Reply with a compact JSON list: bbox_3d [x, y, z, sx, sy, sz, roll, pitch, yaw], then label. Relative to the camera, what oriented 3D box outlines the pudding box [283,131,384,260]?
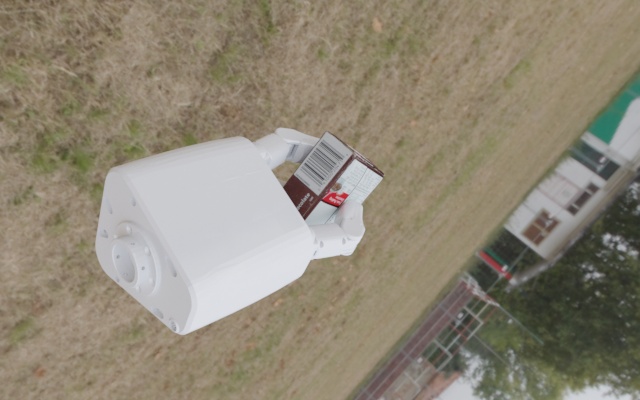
[{"bbox_3d":[0.000,0.002,0.434,0.039,0.113,0.090,44,9,22],"label":"pudding box"}]
